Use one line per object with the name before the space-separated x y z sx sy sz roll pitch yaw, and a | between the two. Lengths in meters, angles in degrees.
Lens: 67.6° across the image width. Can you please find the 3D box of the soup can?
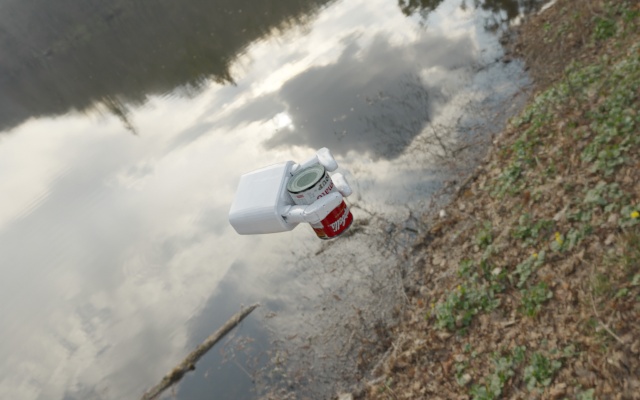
soup can | 0.000 0.002 0.750 0.068 0.102 0.068 -23 31 15
